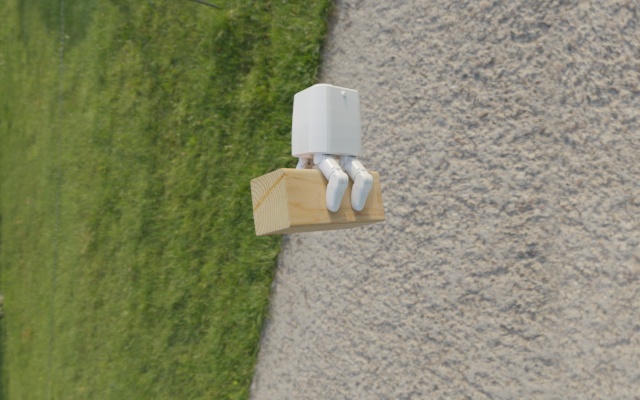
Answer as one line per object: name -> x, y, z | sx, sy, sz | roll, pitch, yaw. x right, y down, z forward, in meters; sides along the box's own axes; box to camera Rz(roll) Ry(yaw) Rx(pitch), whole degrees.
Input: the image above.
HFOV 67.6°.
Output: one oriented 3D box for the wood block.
wood block -> 0.000, 0.002, 0.780 | 0.206, 0.090, 0.091 | -1, -10, -41
